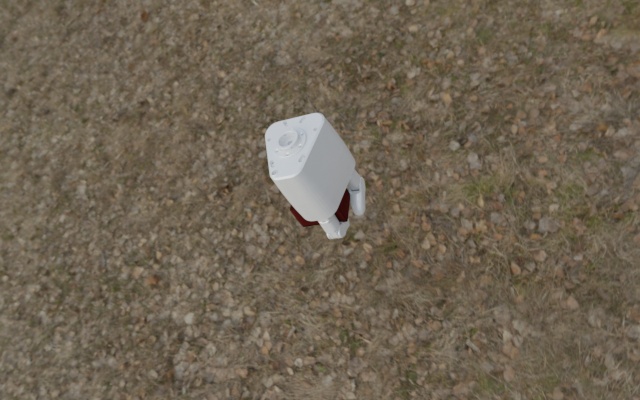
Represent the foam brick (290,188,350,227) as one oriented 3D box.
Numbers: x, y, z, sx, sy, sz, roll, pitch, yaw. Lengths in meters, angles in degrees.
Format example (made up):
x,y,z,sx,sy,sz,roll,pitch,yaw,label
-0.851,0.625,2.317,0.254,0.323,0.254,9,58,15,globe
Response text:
x,y,z,sx,sy,sz,roll,pitch,yaw,label
0.000,0.003,0.732,0.078,0.053,0.051,-9,-37,25,foam brick
